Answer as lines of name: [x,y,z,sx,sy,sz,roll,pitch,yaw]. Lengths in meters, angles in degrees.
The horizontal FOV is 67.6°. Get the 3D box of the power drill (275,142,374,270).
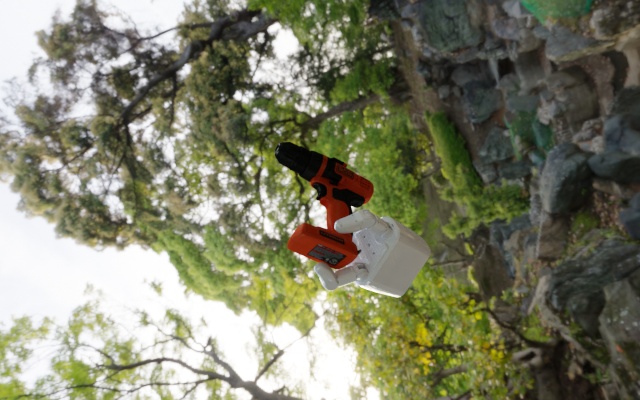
power drill: [0.000,0.003,0.756,0.184,0.187,0.057,24,-42,-17]
